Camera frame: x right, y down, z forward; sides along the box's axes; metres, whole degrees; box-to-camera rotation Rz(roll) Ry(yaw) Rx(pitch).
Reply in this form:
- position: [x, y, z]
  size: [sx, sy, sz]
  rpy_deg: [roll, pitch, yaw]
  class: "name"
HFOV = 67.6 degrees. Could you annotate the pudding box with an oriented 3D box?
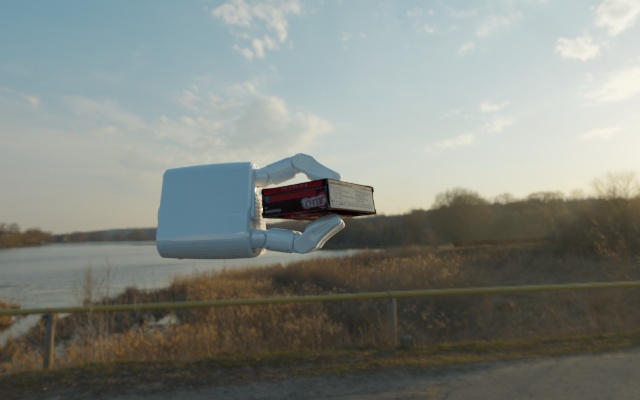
- position: [0.000, 0.002, 0.553]
  size: [0.090, 0.039, 0.113]
  rpy_deg: [-7, -5, 32]
  class: "pudding box"
